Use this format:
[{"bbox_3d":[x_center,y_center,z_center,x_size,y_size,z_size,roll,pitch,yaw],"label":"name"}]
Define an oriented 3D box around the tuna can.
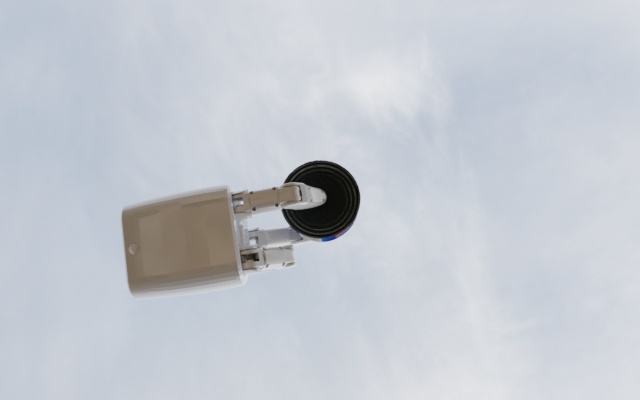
[{"bbox_3d":[0.000,0.002,0.520,0.086,0.086,0.034,0,-13,2],"label":"tuna can"}]
